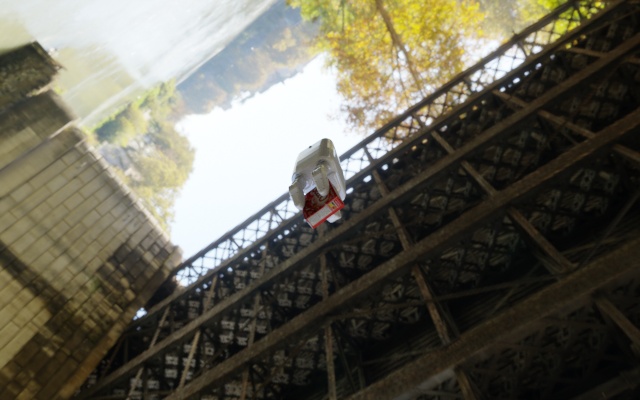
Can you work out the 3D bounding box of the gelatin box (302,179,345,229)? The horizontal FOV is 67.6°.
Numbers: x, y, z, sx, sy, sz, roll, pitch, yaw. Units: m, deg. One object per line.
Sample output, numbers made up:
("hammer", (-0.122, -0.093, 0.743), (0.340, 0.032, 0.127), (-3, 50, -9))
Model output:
("gelatin box", (0.000, 0.003, 0.893), (0.073, 0.030, 0.089), (-36, 27, 7))
